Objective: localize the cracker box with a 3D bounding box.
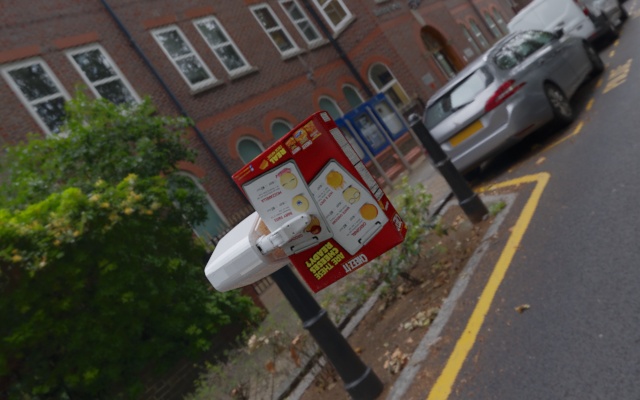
[{"bbox_3d":[0.000,0.002,0.699,0.164,0.214,0.072,-34,3,23],"label":"cracker box"}]
